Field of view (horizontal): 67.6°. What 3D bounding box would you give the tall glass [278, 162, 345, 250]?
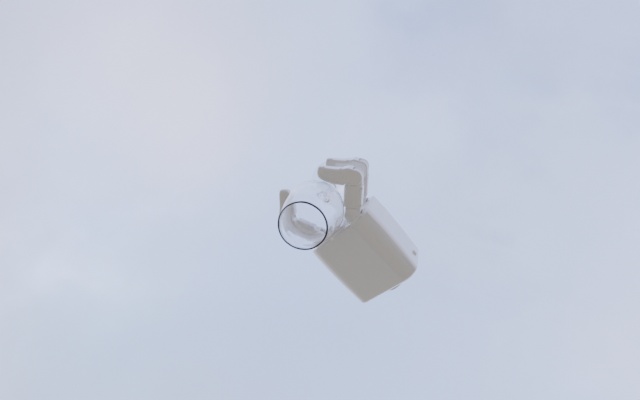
[{"bbox_3d":[0.000,0.002,0.656,0.079,0.079,0.201,0,16,13],"label":"tall glass"}]
